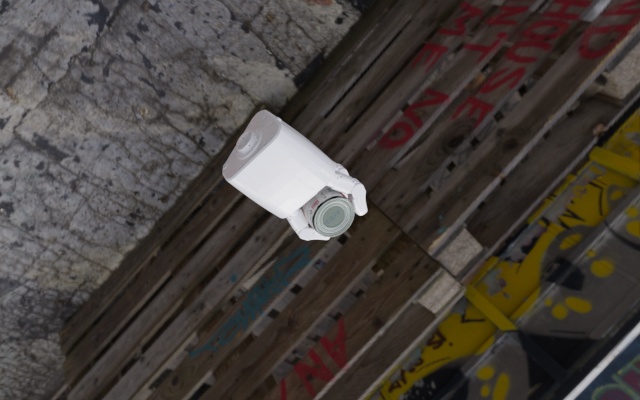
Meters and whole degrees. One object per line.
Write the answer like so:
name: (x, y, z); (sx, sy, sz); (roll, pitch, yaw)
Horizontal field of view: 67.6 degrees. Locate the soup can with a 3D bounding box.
soup can: (0.000, 0.003, 0.724); (0.068, 0.068, 0.102); (0, 26, -26)
